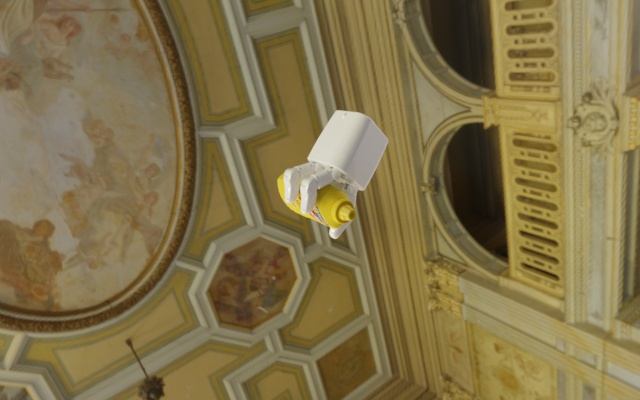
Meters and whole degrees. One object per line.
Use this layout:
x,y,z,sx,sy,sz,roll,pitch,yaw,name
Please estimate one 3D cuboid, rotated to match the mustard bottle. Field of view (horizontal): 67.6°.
0.000,0.003,0.853,0.058,0.096,0.191,-41,32,-19,mustard bottle
